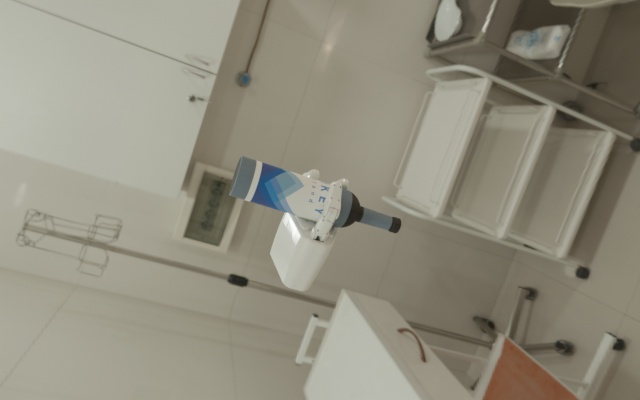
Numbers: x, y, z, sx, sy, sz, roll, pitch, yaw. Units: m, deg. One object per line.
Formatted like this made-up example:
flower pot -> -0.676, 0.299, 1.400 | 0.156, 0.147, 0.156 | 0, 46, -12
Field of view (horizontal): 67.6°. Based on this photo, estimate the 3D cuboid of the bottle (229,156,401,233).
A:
bottle -> 0.000, 0.002, 0.797 | 0.296, 0.069, 0.069 | 17, -5, -16
